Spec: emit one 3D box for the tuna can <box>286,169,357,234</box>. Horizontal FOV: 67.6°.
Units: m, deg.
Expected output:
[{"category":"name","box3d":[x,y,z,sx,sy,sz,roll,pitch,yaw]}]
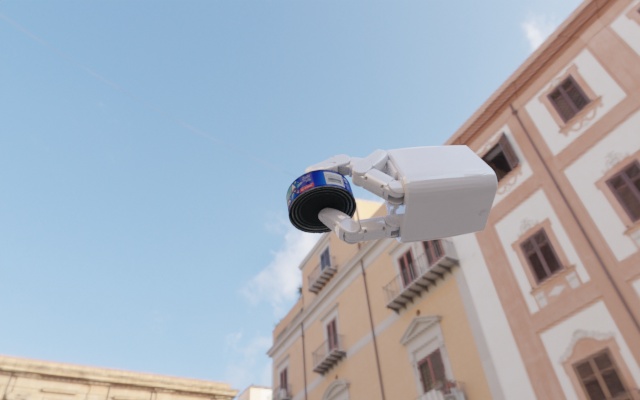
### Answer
[{"category":"tuna can","box3d":[0.000,0.002,0.602,0.086,0.033,0.086,-7,-43,-7]}]
